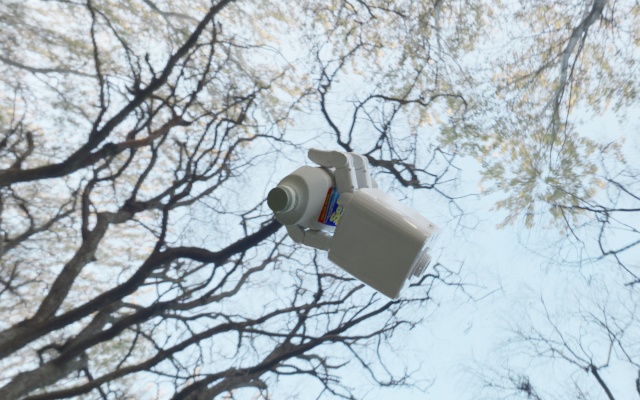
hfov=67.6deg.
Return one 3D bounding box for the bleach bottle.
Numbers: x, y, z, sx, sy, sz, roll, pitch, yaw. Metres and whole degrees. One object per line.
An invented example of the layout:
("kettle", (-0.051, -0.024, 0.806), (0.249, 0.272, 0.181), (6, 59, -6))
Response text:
("bleach bottle", (0.000, 0.002, 0.652), (0.068, 0.102, 0.251), (33, 15, 20))
